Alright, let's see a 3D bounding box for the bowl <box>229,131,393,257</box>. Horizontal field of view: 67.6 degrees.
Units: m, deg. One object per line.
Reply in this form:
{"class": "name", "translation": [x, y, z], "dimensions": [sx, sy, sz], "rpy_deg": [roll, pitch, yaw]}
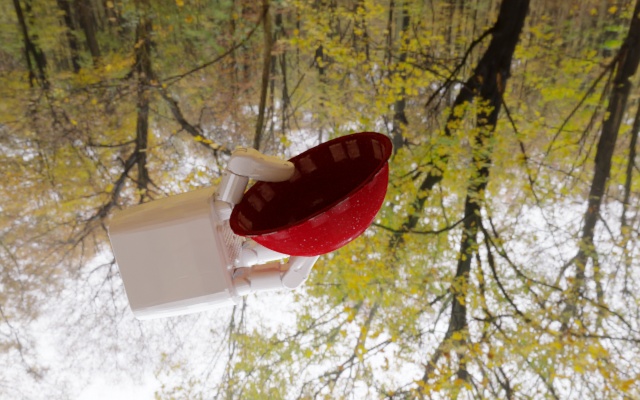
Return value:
{"class": "bowl", "translation": [0.001, 0.001, 0.435], "dimensions": [0.162, 0.055, 0.162], "rpy_deg": [-25, 23, 11]}
